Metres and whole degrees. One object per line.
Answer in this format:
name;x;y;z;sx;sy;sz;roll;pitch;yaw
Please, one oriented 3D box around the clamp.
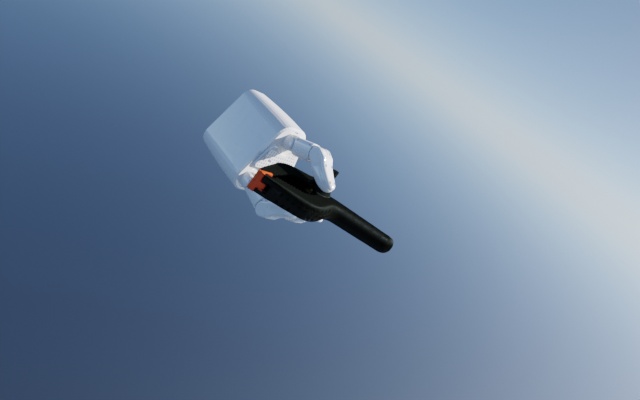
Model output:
clamp;0.000;0.001;0.610;0.210;0.036;0.164;10;33;-52
